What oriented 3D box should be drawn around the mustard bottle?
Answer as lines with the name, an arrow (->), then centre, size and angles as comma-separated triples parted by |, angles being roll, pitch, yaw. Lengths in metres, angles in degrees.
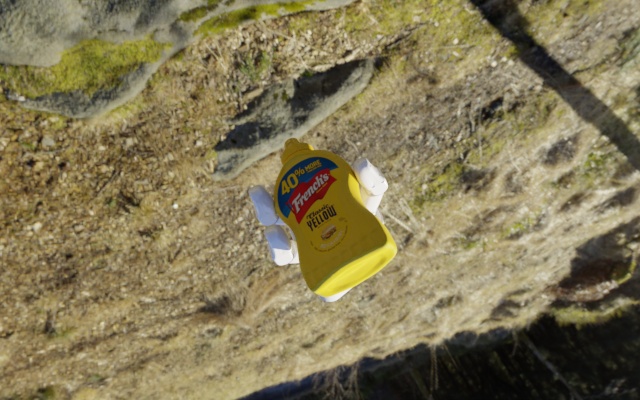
mustard bottle -> 0.000, 0.002, 0.523 | 0.096, 0.191, 0.058 | -35, -35, 13
